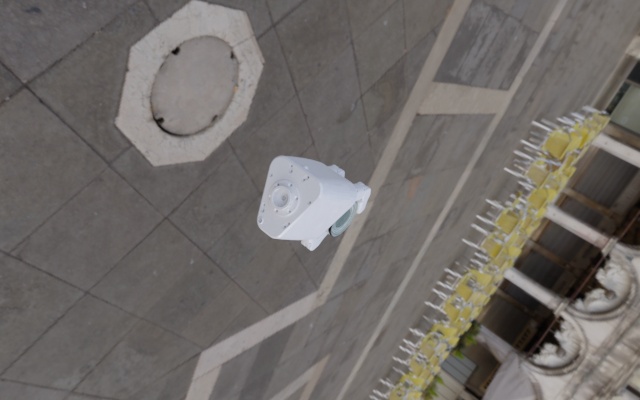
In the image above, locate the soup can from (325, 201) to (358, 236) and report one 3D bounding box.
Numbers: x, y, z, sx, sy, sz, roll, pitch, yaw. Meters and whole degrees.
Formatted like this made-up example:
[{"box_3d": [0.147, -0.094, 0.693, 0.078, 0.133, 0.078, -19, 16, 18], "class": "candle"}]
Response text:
[{"box_3d": [0.001, 0.003, 0.765, 0.102, 0.068, 0.068, 35, 16, 25], "class": "soup can"}]
